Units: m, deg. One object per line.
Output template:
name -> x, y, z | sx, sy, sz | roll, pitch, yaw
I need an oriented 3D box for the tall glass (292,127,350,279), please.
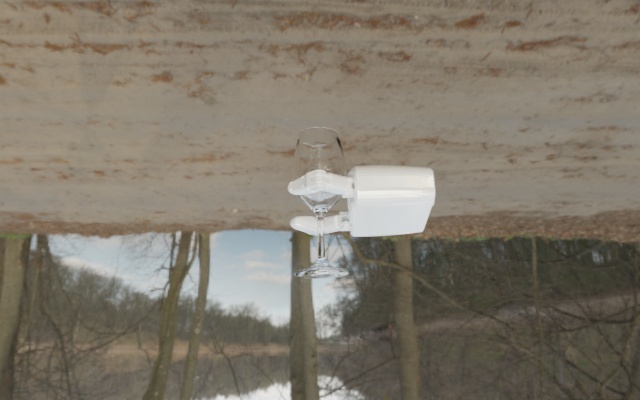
tall glass -> 0.000, 0.003, 0.659 | 0.079, 0.201, 0.079 | -2, -18, -1
